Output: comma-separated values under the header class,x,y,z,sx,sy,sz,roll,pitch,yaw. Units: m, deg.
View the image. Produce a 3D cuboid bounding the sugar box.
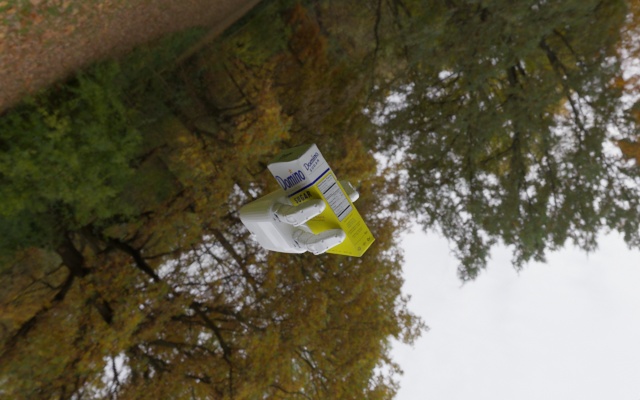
class,x,y,z,sx,sy,sz,roll,pitch,yaw
sugar box,0.000,0.003,0.709,0.048,0.176,0.093,-46,22,-26
